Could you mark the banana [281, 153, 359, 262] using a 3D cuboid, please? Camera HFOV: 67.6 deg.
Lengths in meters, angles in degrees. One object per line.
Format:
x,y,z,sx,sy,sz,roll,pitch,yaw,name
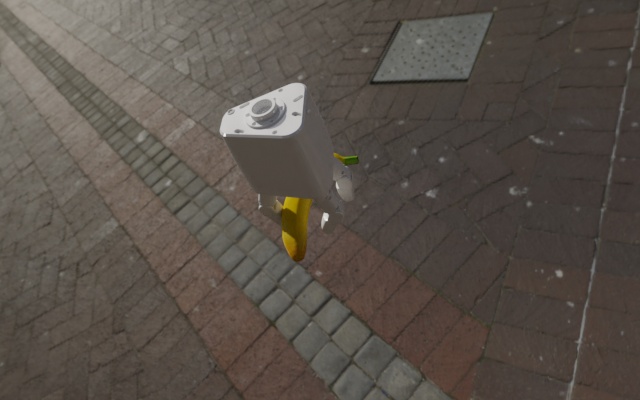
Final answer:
-0.015,-0.005,0.681,0.069,0.197,0.037,16,-32,24,banana
